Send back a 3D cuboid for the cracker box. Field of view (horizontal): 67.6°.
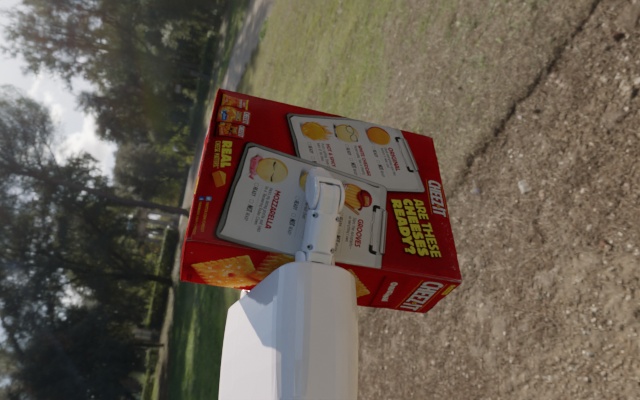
[{"bbox_3d":[0.000,0.001,0.420,0.214,0.164,0.072,11,-39,-13],"label":"cracker box"}]
